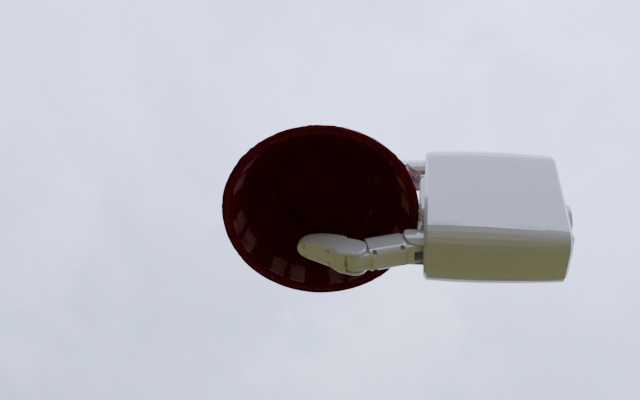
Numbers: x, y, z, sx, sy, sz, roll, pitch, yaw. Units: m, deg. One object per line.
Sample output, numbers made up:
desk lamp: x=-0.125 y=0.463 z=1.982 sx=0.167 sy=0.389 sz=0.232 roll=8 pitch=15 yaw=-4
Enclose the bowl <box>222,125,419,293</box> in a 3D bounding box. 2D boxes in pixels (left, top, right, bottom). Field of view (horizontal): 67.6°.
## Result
bowl: x=-0.001 y=0.001 z=0.413 sx=0.162 sy=0.162 sz=0.055 roll=0 pitch=31 yaw=1
